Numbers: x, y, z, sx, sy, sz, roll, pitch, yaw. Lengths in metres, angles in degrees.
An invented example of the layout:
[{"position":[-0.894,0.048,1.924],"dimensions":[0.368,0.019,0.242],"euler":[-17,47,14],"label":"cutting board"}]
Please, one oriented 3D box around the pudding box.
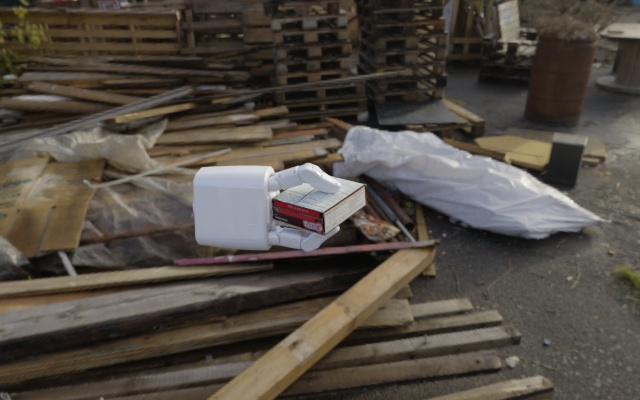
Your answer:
[{"position":[0.000,0.002,0.675],"dimensions":[0.090,0.039,0.113],"euler":[16,33,32],"label":"pudding box"}]
